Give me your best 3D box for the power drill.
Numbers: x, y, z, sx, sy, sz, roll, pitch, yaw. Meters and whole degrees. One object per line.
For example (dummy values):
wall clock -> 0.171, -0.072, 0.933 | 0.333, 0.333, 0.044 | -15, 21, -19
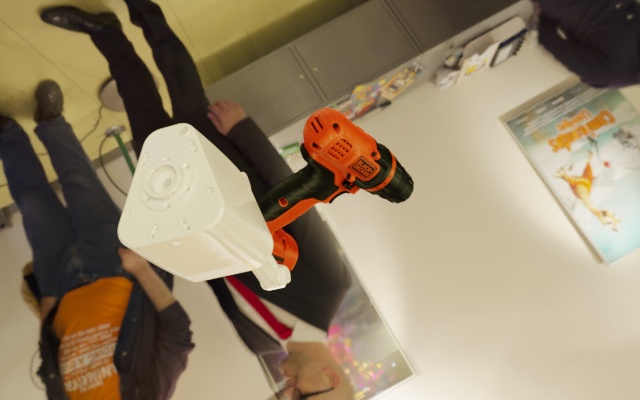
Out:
power drill -> 0.000, 0.002, 0.528 | 0.188, 0.057, 0.184 | -42, -41, 15
